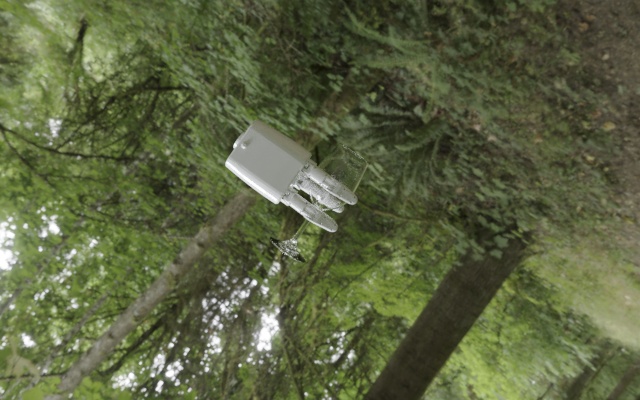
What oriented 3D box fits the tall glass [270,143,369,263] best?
[{"bbox_3d":[0.000,0.003,0.806,0.079,0.201,0.079,35,4,-2],"label":"tall glass"}]
